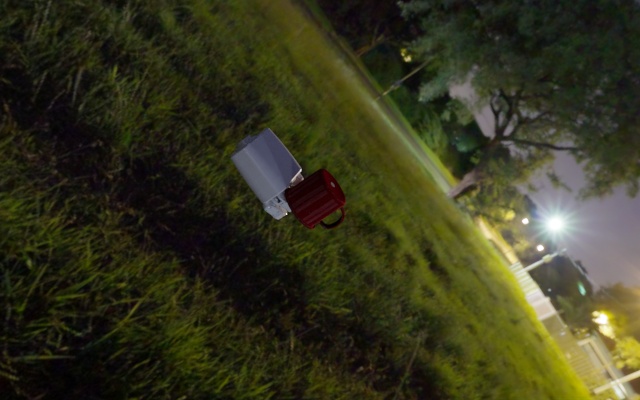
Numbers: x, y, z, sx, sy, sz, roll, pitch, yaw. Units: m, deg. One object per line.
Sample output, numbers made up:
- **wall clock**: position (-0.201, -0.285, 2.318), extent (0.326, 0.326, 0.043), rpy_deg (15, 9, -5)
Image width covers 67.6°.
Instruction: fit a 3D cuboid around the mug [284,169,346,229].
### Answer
- **mug**: position (0.001, 0.004, 0.893), extent (0.081, 0.117, 0.093), rpy_deg (-33, 16, 17)
